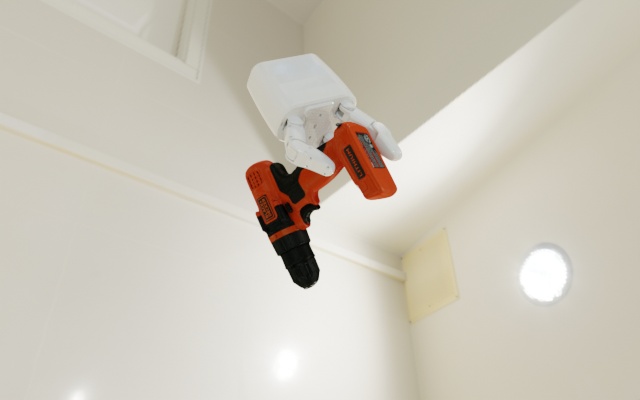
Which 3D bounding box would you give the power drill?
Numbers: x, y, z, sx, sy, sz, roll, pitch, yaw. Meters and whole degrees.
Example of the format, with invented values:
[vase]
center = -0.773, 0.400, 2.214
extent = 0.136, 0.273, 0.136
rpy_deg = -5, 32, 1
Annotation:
[power drill]
center = 0.000, 0.002, 0.611
extent = 0.188, 0.184, 0.057
rpy_deg = -30, -10, 28
